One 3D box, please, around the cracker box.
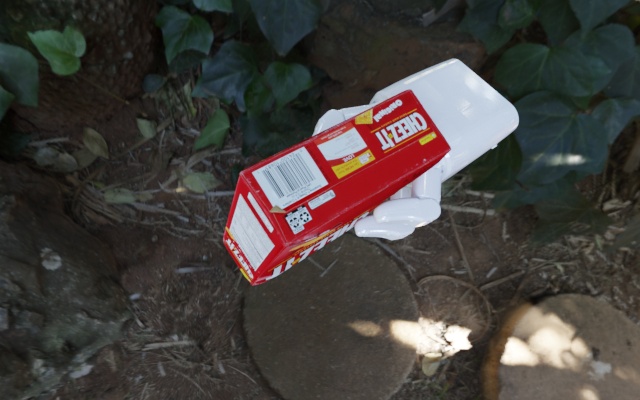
[{"bbox_3d":[0.000,0.001,0.455,0.164,0.072,0.214,-29,-8,-21],"label":"cracker box"}]
